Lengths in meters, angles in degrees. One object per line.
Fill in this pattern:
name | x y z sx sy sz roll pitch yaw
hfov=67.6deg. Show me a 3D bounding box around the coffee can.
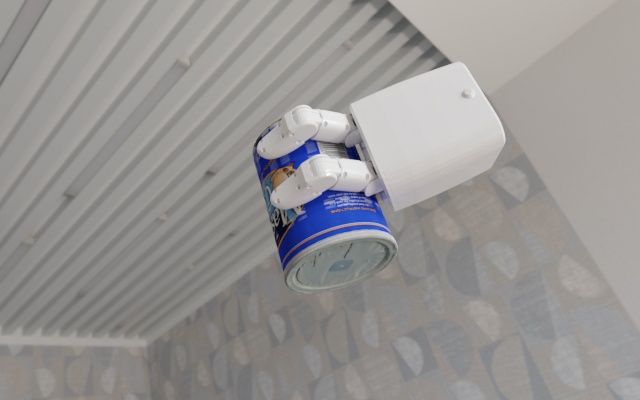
coffee can | 0.000 0.002 0.449 0.103 0.140 0.103 -13 -31 -8
